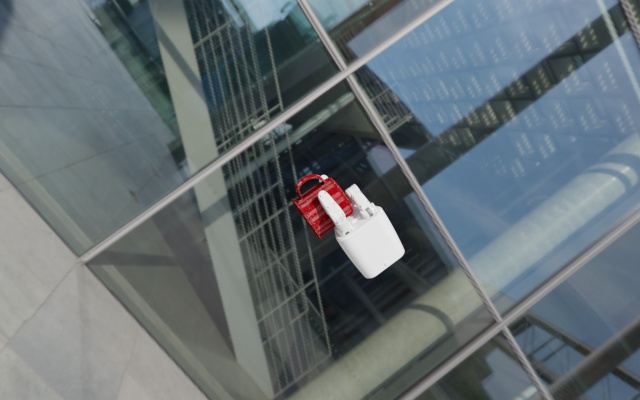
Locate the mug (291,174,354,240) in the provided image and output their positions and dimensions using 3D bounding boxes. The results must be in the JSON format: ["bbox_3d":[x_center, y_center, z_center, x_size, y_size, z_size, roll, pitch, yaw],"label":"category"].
[{"bbox_3d":[0.000,0.002,0.868,0.081,0.117,0.093,-36,25,-5],"label":"mug"}]
